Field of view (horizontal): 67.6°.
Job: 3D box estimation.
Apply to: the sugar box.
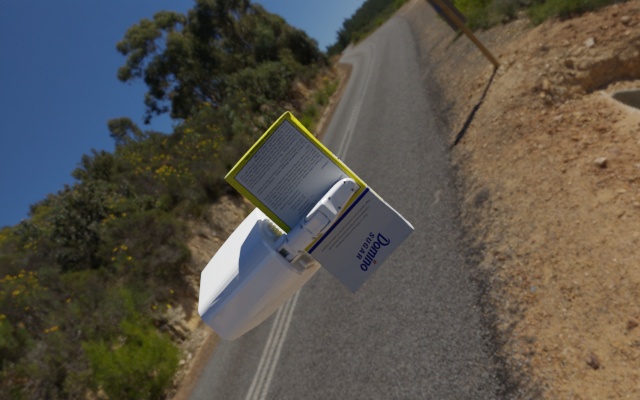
[{"bbox_3d":[0.000,0.002,0.492,0.176,0.093,0.048,43,6,-6],"label":"sugar box"}]
